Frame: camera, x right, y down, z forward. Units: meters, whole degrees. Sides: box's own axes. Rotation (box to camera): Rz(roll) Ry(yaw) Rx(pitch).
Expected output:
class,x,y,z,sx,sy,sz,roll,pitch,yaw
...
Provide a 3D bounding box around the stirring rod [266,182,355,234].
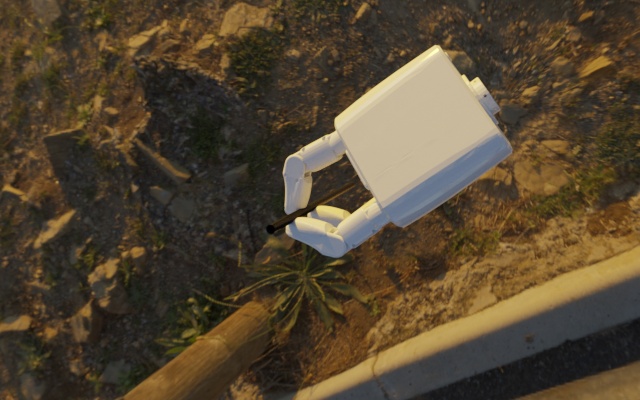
class,x,y,z,sx,sy,sz,roll,pitch,yaw
stirring rod,0.000,0.002,0.496,0.011,0.011,0.239,0,10,20
